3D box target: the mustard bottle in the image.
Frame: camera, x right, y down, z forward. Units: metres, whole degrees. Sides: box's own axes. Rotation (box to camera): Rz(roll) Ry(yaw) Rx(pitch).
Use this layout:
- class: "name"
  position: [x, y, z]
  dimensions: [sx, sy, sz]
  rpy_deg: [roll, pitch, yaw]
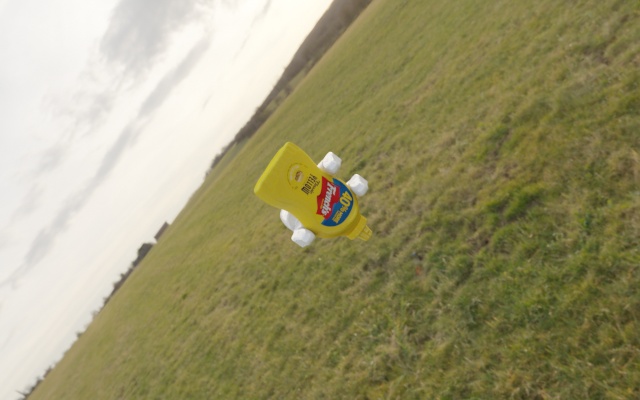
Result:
- class: "mustard bottle"
  position: [0.000, 0.002, 0.732]
  dimensions: [0.191, 0.096, 0.058]
  rpy_deg: [36, -30, -12]
